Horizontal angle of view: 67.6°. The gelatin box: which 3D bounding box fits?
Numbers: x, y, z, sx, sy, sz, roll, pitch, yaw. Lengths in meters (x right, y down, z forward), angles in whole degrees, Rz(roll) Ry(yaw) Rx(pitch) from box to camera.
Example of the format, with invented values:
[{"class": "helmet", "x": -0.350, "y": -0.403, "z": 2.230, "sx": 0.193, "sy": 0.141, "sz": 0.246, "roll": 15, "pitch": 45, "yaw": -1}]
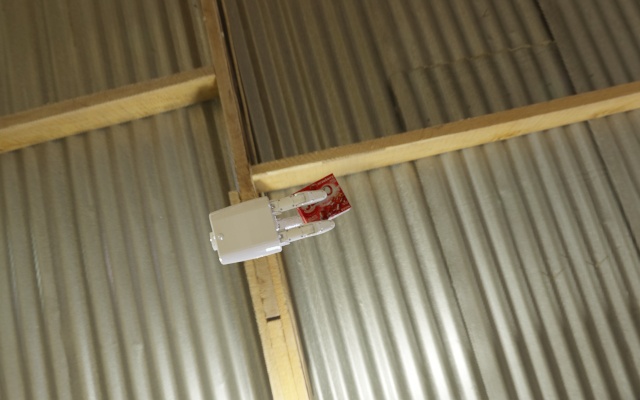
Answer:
[{"class": "gelatin box", "x": 0.000, "y": 0.003, "z": 0.867, "sx": 0.089, "sy": 0.073, "sz": 0.030, "roll": -28, "pitch": -6, "yaw": -14}]
